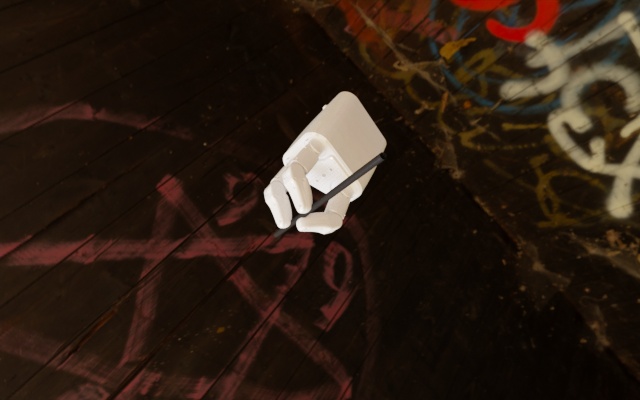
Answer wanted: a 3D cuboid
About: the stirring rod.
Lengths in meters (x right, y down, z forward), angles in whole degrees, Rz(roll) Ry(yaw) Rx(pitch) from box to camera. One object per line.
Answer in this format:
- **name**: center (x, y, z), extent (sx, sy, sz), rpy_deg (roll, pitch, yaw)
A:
- **stirring rod**: center (0.000, 0.002, 0.550), extent (0.011, 0.011, 0.240), rpy_deg (0, -22, -32)
